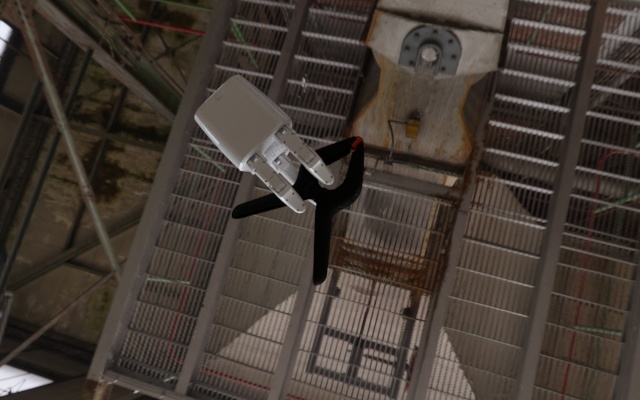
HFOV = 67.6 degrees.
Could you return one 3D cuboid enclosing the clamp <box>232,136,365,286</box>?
[{"bbox_3d":[0.000,0.002,0.673,0.164,0.210,0.036,45,-3,12],"label":"clamp"}]
